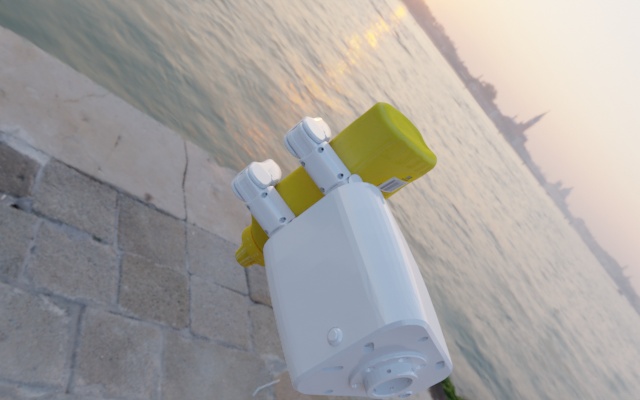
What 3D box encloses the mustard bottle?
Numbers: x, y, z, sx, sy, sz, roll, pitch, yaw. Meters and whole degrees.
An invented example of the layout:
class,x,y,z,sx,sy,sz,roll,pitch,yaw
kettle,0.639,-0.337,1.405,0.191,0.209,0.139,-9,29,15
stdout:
class,x,y,z,sx,sy,sz,roll,pitch,yaw
mustard bottle,0.000,0.001,0.401,0.192,0.058,0.096,-37,-21,21
